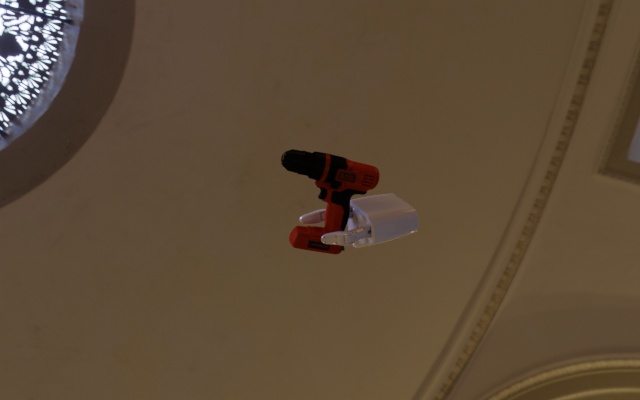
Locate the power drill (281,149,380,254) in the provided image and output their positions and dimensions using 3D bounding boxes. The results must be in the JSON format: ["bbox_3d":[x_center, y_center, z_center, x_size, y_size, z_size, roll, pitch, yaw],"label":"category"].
[{"bbox_3d":[0.000,0.003,0.886,0.184,0.188,0.057,12,24,-14],"label":"power drill"}]
